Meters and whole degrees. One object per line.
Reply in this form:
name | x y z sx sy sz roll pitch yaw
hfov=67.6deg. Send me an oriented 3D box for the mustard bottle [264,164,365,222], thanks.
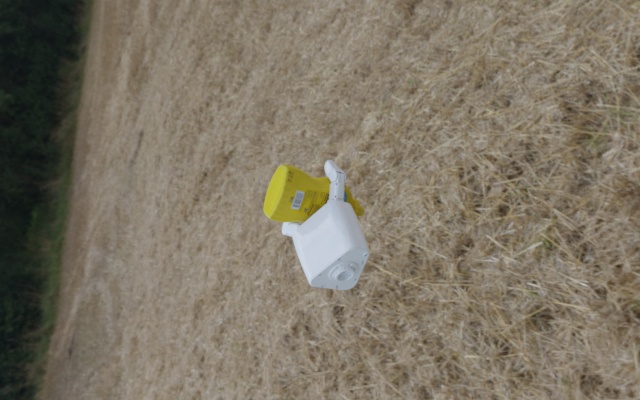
mustard bottle | 0.000 0.003 0.854 0.191 0.096 0.058 13 13 -32
